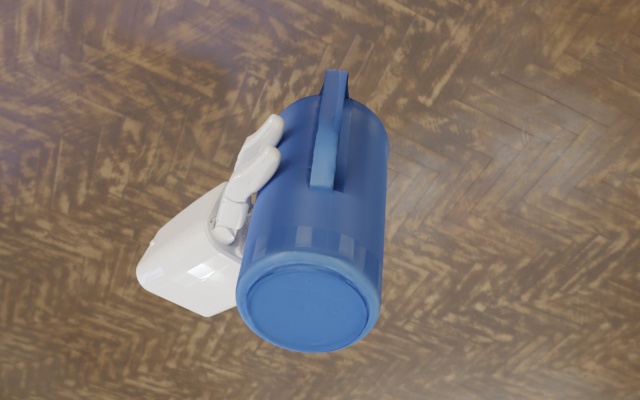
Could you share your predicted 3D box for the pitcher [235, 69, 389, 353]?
[{"bbox_3d":[0.000,0.002,0.433,0.145,0.149,0.242,-31,28,25],"label":"pitcher"}]
